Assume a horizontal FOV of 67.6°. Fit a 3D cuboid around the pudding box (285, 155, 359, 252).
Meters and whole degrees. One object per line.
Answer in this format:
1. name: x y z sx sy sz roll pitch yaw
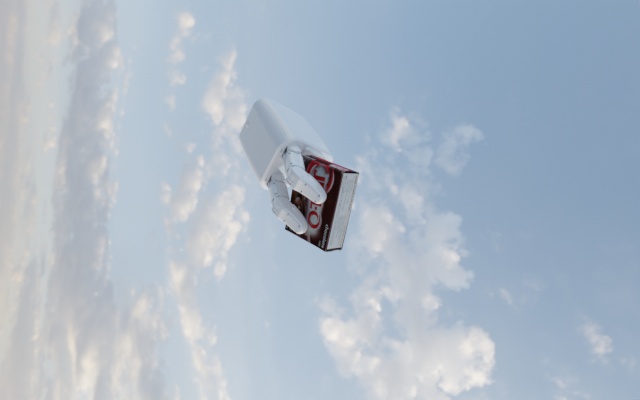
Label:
1. pudding box: 0.000 0.002 0.654 0.039 0.113 0.090 -3 19 -41
